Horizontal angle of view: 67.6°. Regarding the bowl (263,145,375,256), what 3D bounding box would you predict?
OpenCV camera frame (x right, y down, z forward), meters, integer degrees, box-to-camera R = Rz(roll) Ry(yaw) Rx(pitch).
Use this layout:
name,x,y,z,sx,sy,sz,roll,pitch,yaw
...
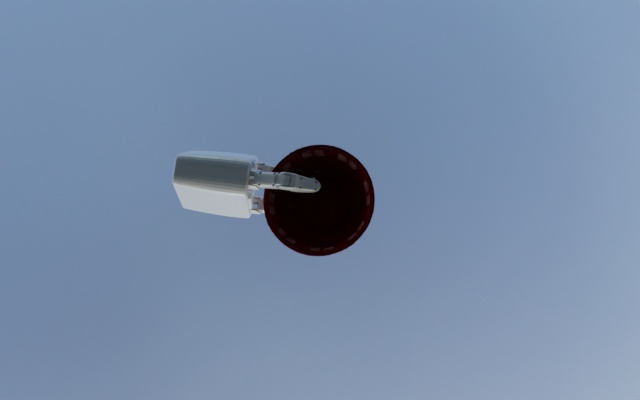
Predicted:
name,x,y,z,sx,sy,sz,roll,pitch,yaw
bowl,0.001,0.003,0.704,0.162,0.162,0.055,0,-9,8
